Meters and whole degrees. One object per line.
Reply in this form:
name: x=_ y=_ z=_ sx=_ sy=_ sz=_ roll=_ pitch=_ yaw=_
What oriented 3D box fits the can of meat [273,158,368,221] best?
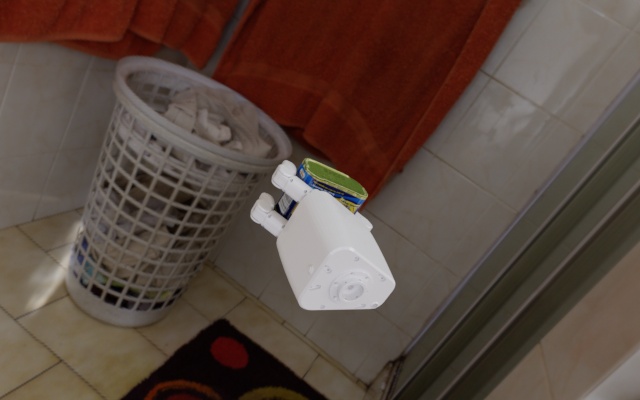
can of meat: x=0.000 y=0.002 z=0.636 sx=0.102 sy=0.084 sz=0.057 roll=22 pitch=24 yaw=-27
